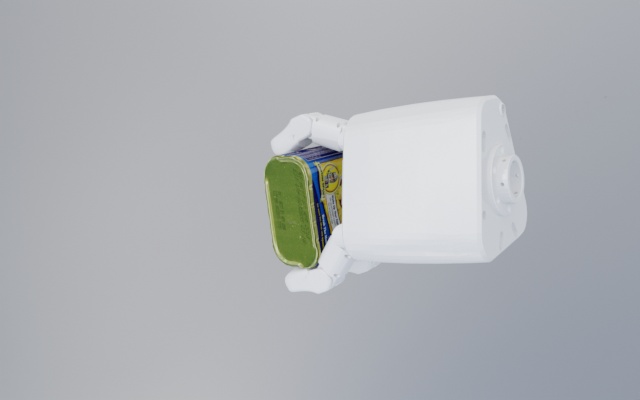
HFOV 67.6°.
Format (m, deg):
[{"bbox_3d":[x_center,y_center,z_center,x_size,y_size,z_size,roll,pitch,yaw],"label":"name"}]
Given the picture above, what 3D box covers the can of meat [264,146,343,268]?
[{"bbox_3d":[0.000,0.001,0.425,0.057,0.102,0.084,3,15,40],"label":"can of meat"}]
